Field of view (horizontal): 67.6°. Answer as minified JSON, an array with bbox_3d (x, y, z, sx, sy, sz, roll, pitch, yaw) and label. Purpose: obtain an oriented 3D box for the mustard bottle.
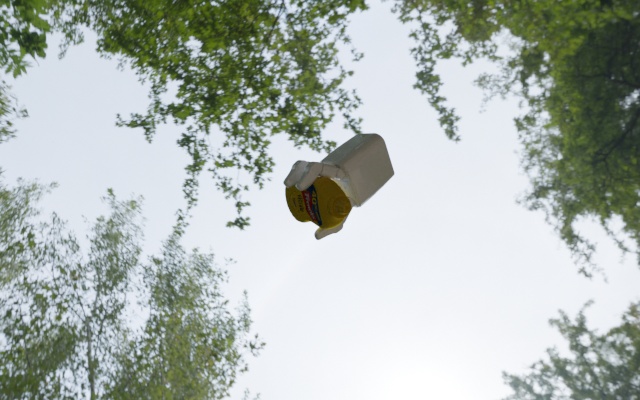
[{"bbox_3d":[0.000,0.003,0.877,0.058,0.096,0.191,-15,13,-27],"label":"mustard bottle"}]
